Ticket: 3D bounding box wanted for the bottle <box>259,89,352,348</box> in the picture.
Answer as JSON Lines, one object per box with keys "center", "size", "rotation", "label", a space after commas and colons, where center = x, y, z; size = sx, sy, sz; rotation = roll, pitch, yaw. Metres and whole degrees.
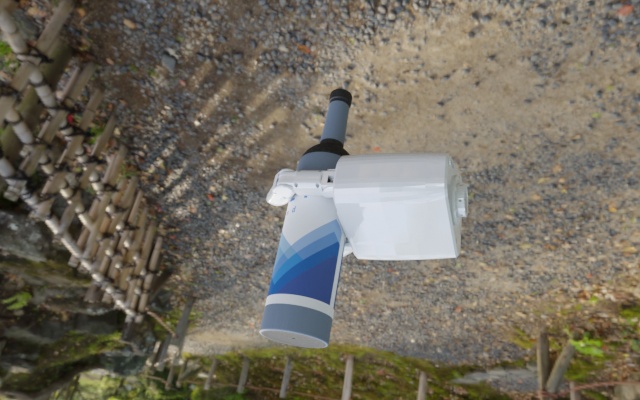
{"center": [0.000, 0.002, 0.514], "size": [0.069, 0.295, 0.069], "rotation": [9, -27, 4], "label": "bottle"}
